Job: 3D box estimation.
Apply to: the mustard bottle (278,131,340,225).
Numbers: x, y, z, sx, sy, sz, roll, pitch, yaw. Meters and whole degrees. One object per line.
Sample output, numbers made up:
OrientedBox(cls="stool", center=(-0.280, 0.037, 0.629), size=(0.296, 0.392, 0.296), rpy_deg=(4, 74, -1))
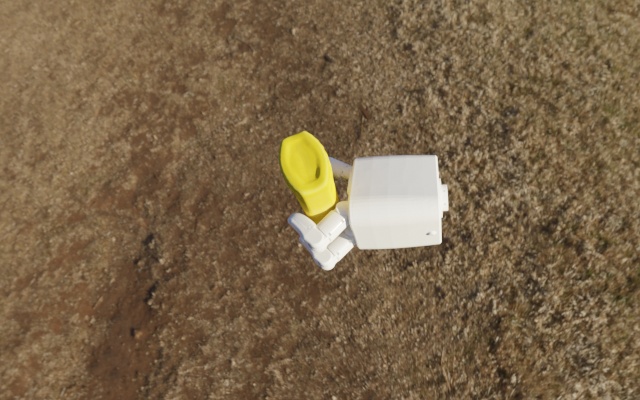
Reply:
OrientedBox(cls="mustard bottle", center=(0.000, 0.002, 0.631), size=(0.058, 0.096, 0.192), rpy_deg=(-24, -34, 0))
